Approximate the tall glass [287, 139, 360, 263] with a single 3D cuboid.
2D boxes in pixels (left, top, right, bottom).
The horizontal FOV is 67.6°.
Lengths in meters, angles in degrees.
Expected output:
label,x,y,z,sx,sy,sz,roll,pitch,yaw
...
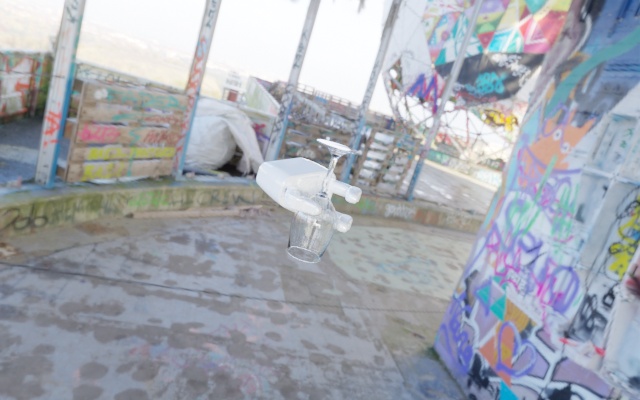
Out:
label,x,y,z,sx,sy,sz,roll,pitch,yaw
tall glass,0.000,0.002,0.812,0.079,0.201,0.079,17,13,-4
